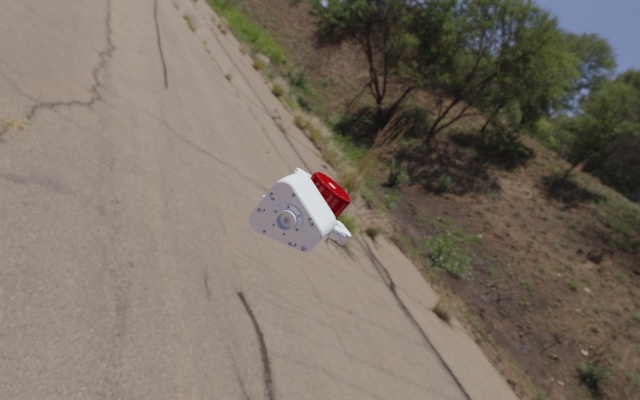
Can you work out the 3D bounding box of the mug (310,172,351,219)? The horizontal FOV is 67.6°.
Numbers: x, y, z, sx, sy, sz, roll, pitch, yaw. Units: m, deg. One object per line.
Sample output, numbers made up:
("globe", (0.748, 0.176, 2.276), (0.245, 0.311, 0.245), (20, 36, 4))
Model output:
("mug", (0.001, 0.002, 0.846), (0.093, 0.081, 0.117), (41, 13, 3))
